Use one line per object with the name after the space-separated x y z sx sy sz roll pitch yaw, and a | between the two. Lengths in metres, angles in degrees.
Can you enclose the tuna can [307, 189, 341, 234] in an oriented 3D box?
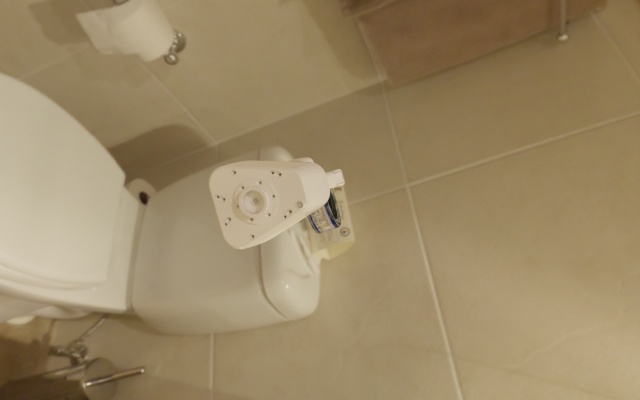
0.001 0.002 0.679 0.034 0.086 0.086 -18 -3 10 | tuna can
